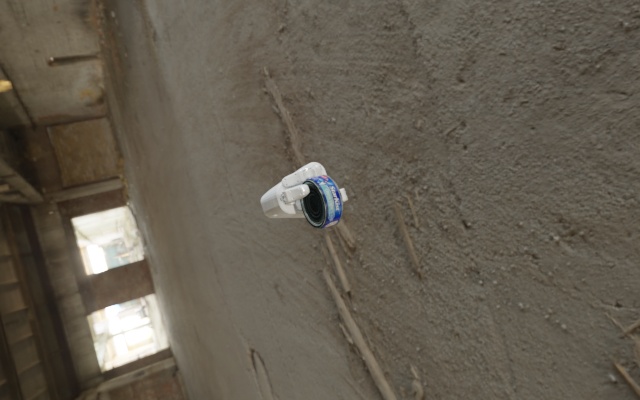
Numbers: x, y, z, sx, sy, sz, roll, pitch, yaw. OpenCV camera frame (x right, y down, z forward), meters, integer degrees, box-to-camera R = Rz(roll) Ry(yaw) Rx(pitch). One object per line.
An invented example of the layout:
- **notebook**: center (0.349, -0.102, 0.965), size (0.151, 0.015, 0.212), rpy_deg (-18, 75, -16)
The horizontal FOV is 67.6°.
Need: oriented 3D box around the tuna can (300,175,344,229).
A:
- **tuna can**: center (0.000, 0.003, 0.786), size (0.034, 0.086, 0.086), rpy_deg (-15, 7, -29)
